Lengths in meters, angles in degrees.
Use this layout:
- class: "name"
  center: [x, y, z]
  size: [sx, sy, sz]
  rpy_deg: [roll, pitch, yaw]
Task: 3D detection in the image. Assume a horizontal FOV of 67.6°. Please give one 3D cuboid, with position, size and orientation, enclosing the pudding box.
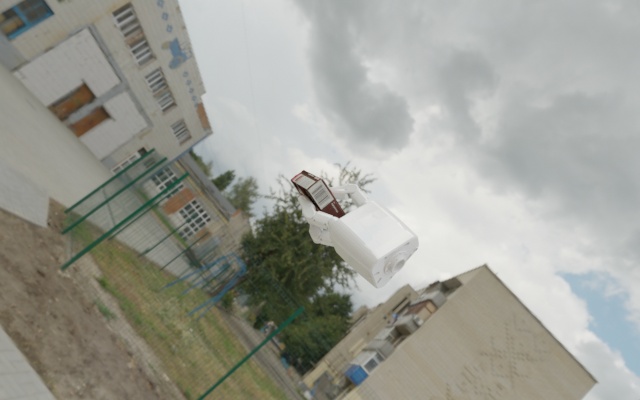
- class: "pudding box"
  center: [0.000, 0.003, 0.889]
  size: [0.039, 0.113, 0.090]
  rpy_deg: [-37, 26, -12]
